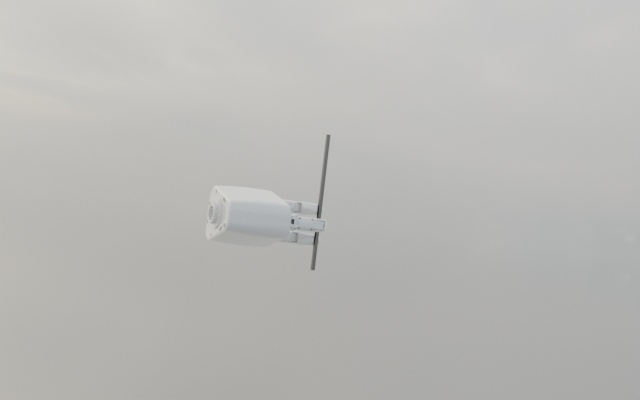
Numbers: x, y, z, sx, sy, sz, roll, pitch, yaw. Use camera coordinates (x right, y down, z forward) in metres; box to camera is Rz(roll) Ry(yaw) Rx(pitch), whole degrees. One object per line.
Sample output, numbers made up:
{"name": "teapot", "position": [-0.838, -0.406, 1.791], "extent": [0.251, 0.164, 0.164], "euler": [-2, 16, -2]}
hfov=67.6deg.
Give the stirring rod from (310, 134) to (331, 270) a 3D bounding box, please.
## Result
{"name": "stirring rod", "position": [0.000, 0.003, 0.842], "extent": [0.011, 0.239, 0.011], "euler": [7, -2, 0]}
